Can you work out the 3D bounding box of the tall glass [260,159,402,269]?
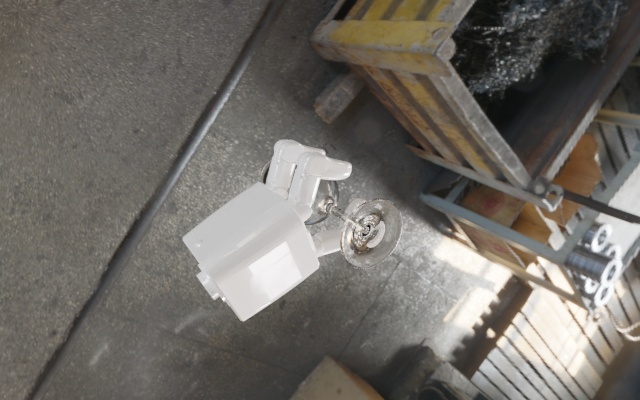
[{"bbox_3d":[0.001,0.002,0.544,0.079,0.079,0.201,0,19,-32],"label":"tall glass"}]
